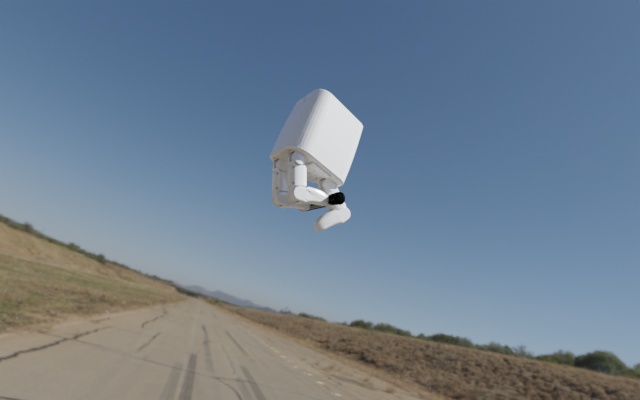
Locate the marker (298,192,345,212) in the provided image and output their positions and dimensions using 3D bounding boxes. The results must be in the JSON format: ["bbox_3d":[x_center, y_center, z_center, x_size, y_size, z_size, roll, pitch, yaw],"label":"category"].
[{"bbox_3d":[0.000,0.002,0.720,0.020,0.020,0.121,0,-6,-30],"label":"marker"}]
